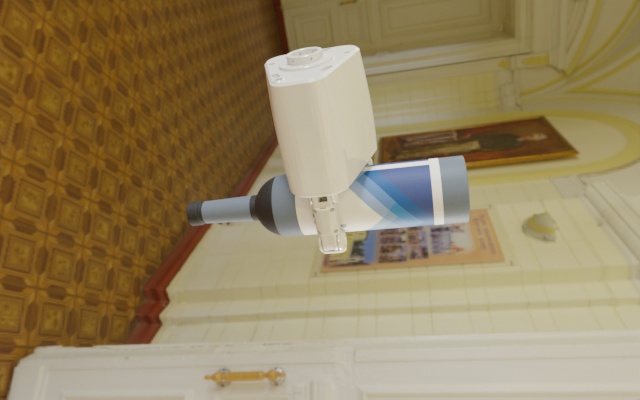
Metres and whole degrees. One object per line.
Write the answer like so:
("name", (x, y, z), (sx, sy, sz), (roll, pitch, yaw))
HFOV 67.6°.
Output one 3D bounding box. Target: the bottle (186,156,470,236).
("bottle", (0.000, 0.002, 0.502), (0.296, 0.069, 0.069), (-5, -1, 12))
